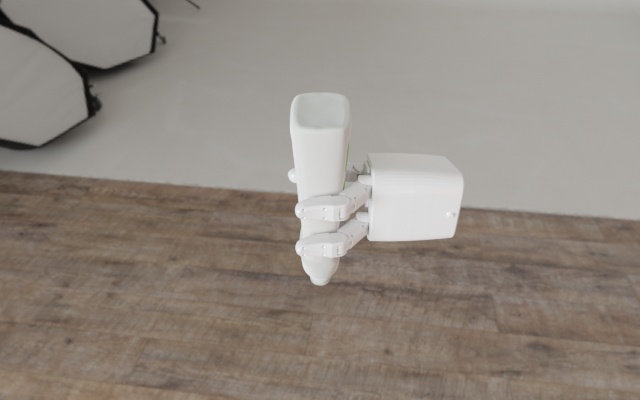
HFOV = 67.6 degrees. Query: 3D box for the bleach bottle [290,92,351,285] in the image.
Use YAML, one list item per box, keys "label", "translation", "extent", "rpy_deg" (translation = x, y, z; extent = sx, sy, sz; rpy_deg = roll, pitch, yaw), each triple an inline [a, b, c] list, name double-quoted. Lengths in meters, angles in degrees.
- label: "bleach bottle"
  translation: [0.000, 0.002, 0.596]
  extent: [0.068, 0.251, 0.102]
  rpy_deg: [0, 37, 0]
